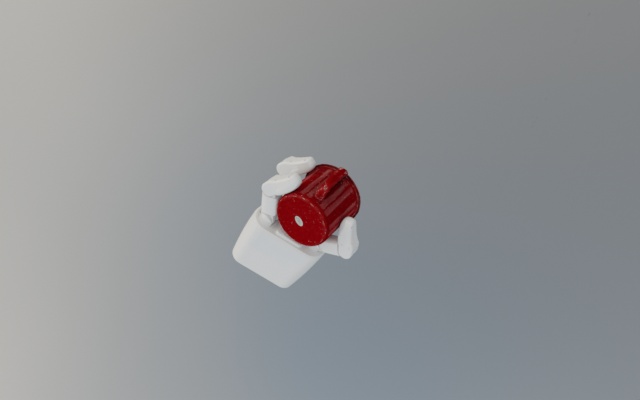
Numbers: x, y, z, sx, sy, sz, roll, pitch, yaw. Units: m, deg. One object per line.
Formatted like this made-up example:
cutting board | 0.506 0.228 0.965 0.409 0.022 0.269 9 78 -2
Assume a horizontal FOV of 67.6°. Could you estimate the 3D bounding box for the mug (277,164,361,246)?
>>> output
mug | 0.001 0.001 0.638 0.081 0.093 0.117 -42 -8 -45
